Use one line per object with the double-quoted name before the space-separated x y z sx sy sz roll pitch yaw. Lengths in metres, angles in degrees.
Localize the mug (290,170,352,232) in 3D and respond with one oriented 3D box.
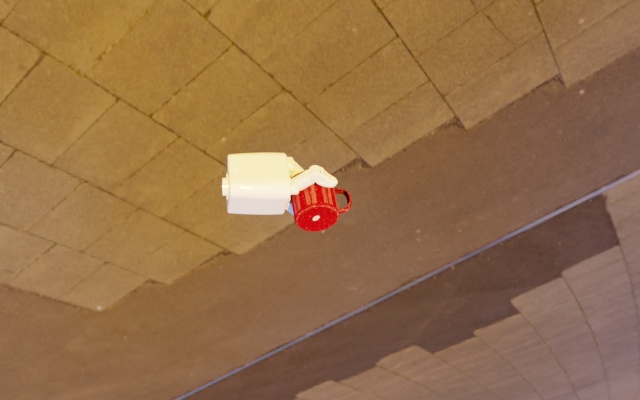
"mug" 0.002 0.003 0.878 0.117 0.081 0.093 -1 -39 -13
